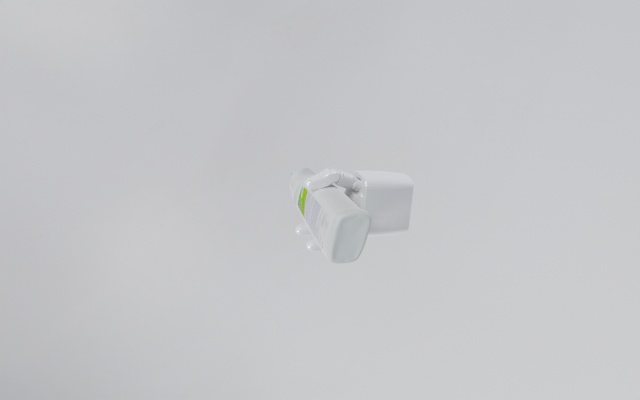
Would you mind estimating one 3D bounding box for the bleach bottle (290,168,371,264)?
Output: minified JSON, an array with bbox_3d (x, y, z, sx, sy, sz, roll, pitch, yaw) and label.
[{"bbox_3d":[0.000,0.003,0.852,0.068,0.103,0.250,0,29,-25],"label":"bleach bottle"}]
